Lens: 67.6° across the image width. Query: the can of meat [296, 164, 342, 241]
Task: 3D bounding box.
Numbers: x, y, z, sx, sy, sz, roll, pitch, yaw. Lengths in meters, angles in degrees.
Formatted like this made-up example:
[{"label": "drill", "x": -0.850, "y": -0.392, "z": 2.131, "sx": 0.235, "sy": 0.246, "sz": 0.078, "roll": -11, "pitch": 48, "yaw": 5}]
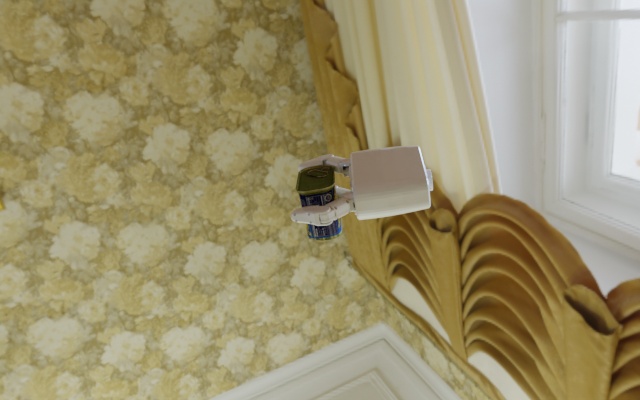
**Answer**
[{"label": "can of meat", "x": 0.000, "y": 0.003, "z": 0.727, "sx": 0.057, "sy": 0.084, "sz": 0.102, "roll": -9, "pitch": 23, "yaw": 5}]
